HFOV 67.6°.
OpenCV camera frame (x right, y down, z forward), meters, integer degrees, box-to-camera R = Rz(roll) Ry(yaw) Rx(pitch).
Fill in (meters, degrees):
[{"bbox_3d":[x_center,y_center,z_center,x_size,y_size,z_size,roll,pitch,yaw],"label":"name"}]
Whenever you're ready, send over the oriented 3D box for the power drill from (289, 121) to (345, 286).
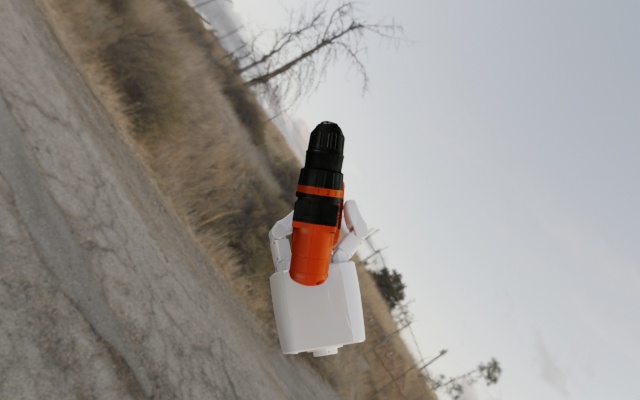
[{"bbox_3d":[0.000,0.002,0.602,0.057,0.184,0.187,10,2,4],"label":"power drill"}]
